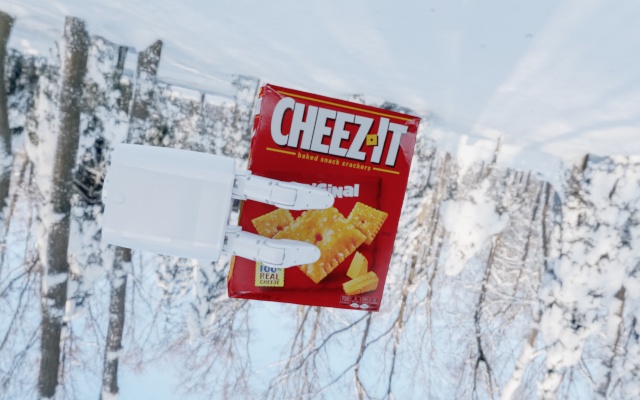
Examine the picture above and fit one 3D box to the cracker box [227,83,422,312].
[{"bbox_3d":[0.000,0.002,0.501,0.164,0.214,0.072,9,8,-13],"label":"cracker box"}]
